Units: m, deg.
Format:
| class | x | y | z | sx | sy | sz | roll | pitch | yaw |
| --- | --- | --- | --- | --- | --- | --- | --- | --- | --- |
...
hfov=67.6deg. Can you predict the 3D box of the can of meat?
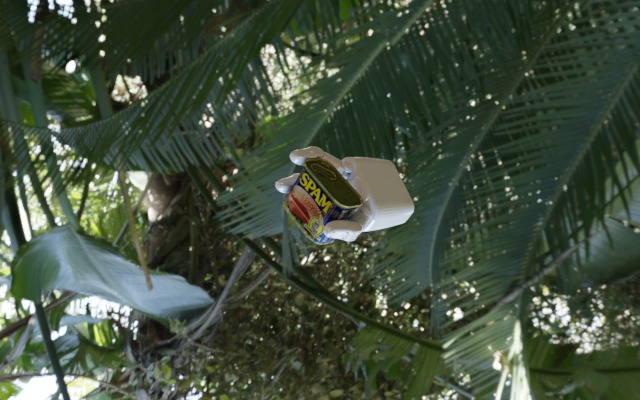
| class | x | y | z | sx | sy | sz | roll | pitch | yaw |
| --- | --- | --- | --- | --- | --- | --- | --- | --- | --- |
| can of meat | 0.000 | 0.003 | 0.698 | 0.057 | 0.084 | 0.102 | -8 | 50 | -47 |
